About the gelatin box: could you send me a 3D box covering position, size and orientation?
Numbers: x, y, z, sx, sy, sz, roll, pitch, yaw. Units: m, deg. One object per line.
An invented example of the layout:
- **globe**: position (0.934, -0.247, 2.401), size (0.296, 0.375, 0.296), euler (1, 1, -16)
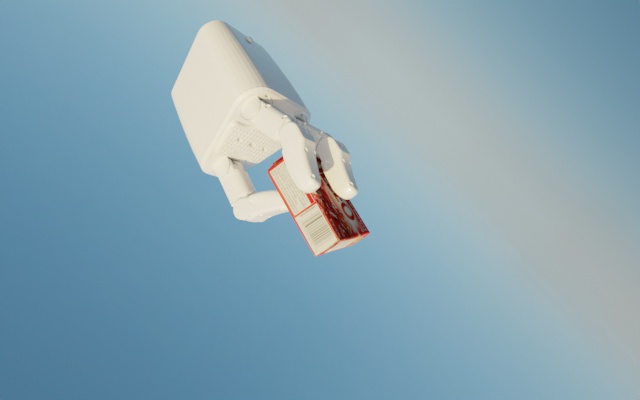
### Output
- **gelatin box**: position (0.000, 0.002, 0.427), size (0.030, 0.089, 0.073), euler (-35, -13, 22)
